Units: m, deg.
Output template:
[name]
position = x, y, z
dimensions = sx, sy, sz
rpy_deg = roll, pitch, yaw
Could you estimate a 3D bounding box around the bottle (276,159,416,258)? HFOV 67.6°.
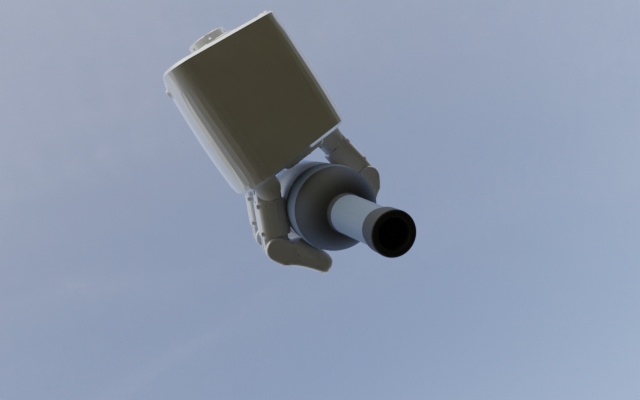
[bottle]
position = 0.000, 0.001, 0.402
dimensions = 0.069, 0.069, 0.295
rpy_deg = 0, 7, -16
